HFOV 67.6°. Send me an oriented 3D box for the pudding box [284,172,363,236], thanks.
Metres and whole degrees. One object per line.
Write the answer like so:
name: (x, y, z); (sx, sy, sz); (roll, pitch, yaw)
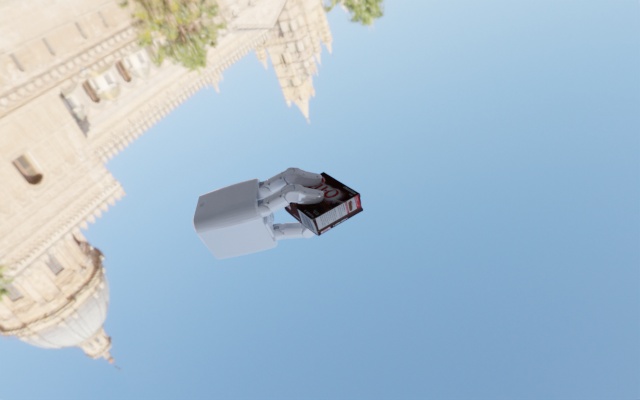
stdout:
pudding box: (0.000, 0.003, 0.768); (0.090, 0.039, 0.113); (-29, 36, -19)
